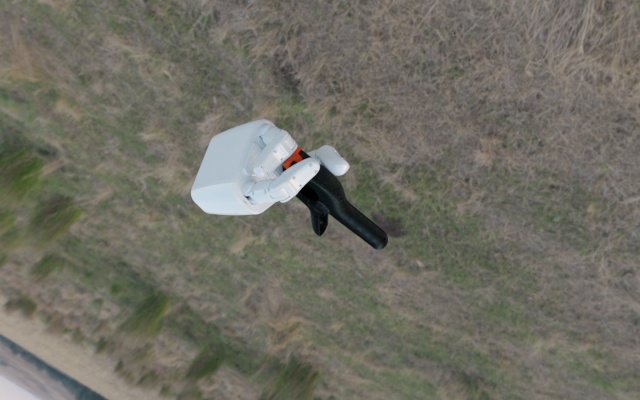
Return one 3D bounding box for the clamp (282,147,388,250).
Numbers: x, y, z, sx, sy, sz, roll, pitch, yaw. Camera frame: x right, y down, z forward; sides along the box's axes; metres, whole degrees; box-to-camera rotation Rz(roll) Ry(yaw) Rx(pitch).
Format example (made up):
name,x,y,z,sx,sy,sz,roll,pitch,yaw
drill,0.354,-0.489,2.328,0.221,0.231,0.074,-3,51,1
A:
name,x,y,z,sx,sy,sz,roll,pitch,yaw
clamp,0.000,0.002,0.602,0.120,0.039,0.171,-5,-45,45
